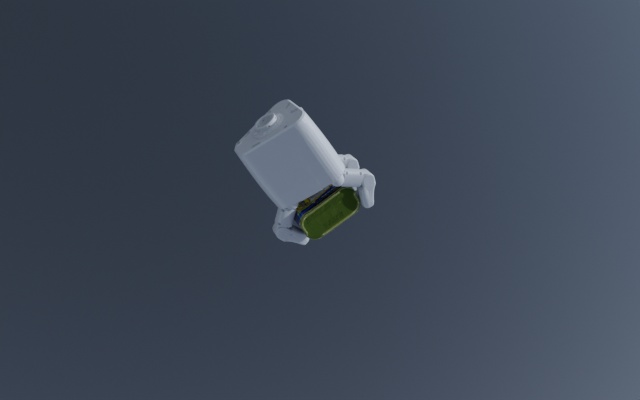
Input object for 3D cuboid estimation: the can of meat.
[{"bbox_3d":[0.000,0.003,0.727,0.102,0.057,0.084,-36,34,-4],"label":"can of meat"}]
